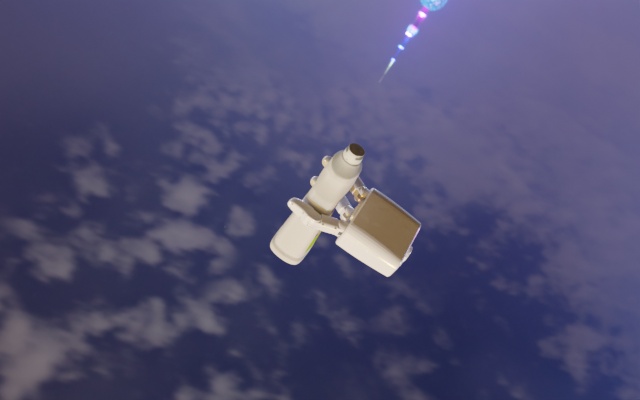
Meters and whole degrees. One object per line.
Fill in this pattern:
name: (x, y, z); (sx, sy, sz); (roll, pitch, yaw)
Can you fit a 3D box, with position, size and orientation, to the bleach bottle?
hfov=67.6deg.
bleach bottle: (0.000, 0.003, 0.810); (0.068, 0.251, 0.102); (36, 43, 1)
